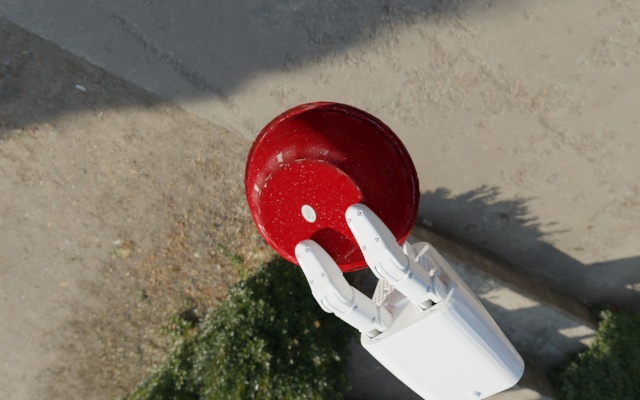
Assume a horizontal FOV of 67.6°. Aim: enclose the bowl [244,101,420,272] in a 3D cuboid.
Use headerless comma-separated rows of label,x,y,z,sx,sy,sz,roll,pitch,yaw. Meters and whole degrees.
bowl,-0.001,0.001,0.404,0.162,0.162,0.055,0,21,17
